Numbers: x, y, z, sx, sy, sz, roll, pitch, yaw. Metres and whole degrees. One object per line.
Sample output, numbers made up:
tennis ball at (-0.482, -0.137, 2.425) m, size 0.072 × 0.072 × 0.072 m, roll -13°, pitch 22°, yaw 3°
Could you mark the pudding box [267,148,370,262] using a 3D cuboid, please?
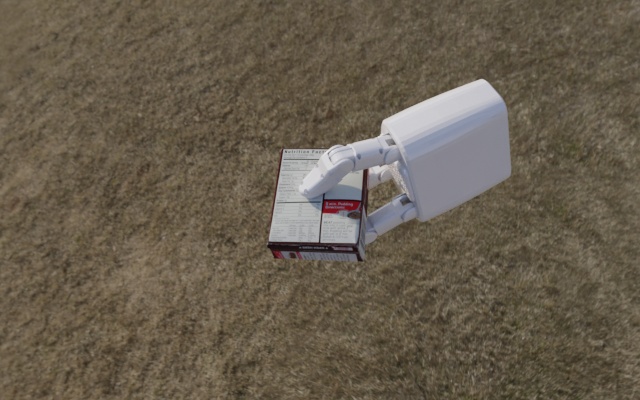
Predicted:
pudding box at (0.000, 0.001, 0.471) m, size 0.090 × 0.113 × 0.039 m, roll 0°, pitch -30°, yaw 11°
